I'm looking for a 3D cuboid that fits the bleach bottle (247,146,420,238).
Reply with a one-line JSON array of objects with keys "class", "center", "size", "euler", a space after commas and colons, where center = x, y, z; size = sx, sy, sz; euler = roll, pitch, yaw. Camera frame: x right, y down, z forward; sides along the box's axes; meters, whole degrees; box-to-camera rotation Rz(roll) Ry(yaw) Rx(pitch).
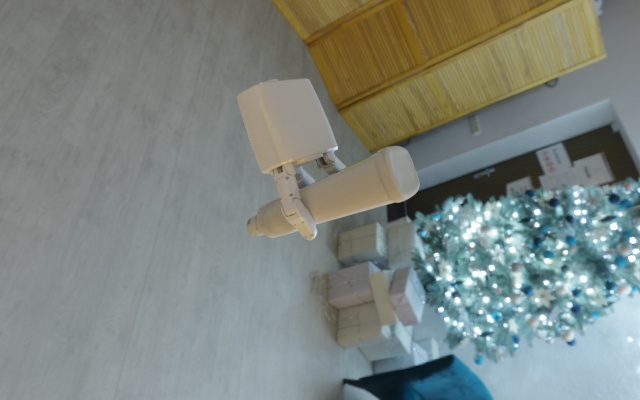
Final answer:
[{"class": "bleach bottle", "center": [0.000, 0.002, 0.642], "size": [0.251, 0.068, 0.102], "euler": [-21, -1, 27]}]
